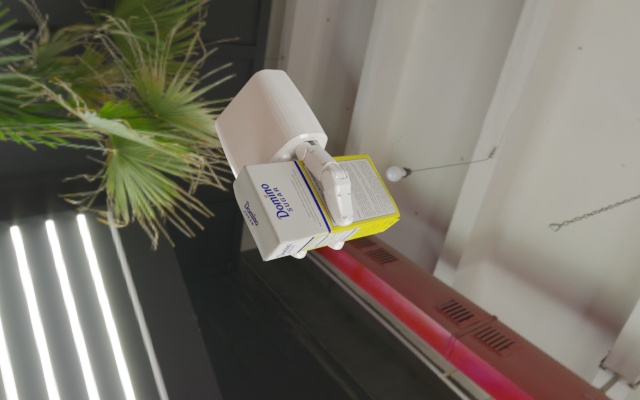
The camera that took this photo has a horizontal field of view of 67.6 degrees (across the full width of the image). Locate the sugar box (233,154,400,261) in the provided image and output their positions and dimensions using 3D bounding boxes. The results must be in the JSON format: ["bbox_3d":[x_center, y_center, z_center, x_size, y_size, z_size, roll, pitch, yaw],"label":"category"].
[{"bbox_3d":[0.000,0.002,0.525,0.176,0.093,0.048,-10,-26,-38],"label":"sugar box"}]
